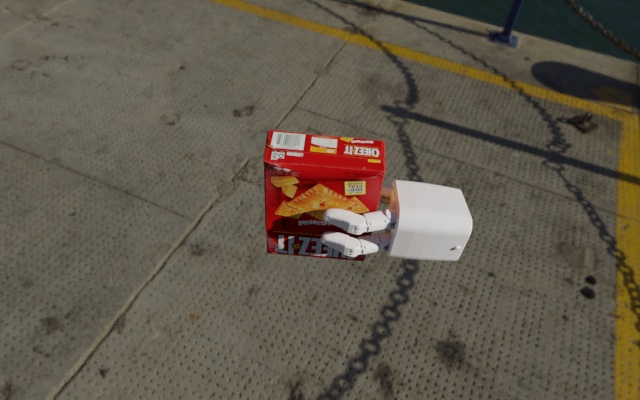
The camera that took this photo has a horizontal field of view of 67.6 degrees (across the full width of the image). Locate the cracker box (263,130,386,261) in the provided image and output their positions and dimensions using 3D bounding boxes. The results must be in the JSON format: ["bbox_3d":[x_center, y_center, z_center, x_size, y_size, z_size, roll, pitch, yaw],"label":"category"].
[{"bbox_3d":[0.000,0.002,0.715,0.164,0.072,0.214,5,-42,0],"label":"cracker box"}]
